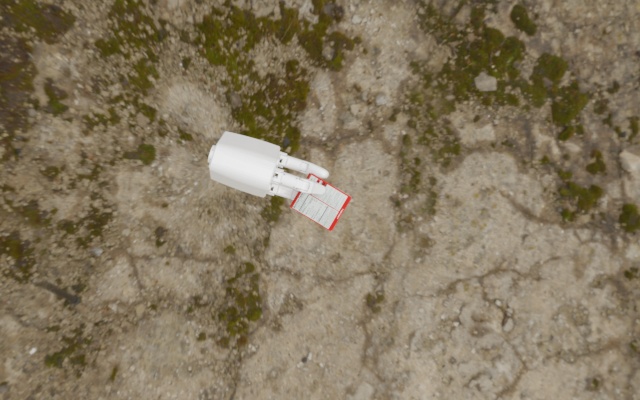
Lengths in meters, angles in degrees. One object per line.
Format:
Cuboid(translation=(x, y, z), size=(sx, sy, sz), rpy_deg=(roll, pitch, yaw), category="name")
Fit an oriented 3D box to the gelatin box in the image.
Cuboid(translation=(0.000, 0.003, 0.863), size=(0.089, 0.073, 0.030), rpy_deg=(31, -1, -4), category="gelatin box")
